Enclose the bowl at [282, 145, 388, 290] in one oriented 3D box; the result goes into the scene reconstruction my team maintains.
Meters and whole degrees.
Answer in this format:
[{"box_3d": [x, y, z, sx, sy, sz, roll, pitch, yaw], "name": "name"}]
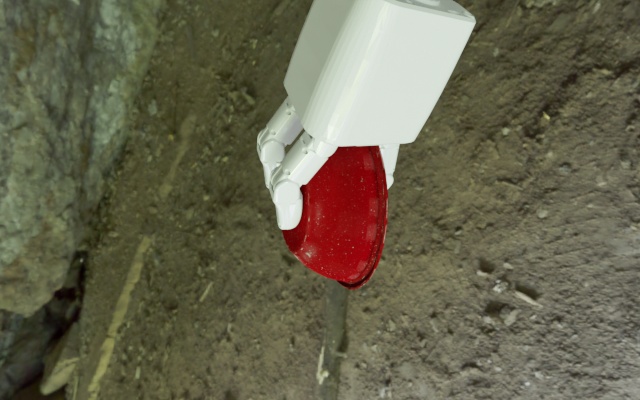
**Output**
[{"box_3d": [-0.001, 0.003, 0.437, 0.055, 0.162, 0.162, -1, 0, -20], "name": "bowl"}]
